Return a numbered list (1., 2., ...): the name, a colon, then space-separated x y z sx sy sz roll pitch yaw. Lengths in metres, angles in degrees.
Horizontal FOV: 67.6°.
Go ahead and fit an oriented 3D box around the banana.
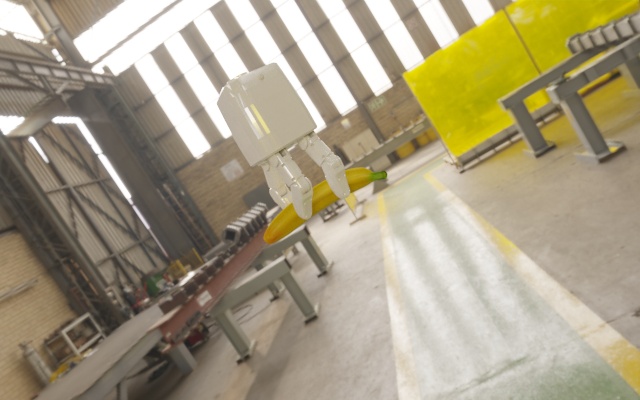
1. banana: -0.001 -0.001 0.692 0.198 0.037 0.069 -31 10 -9
